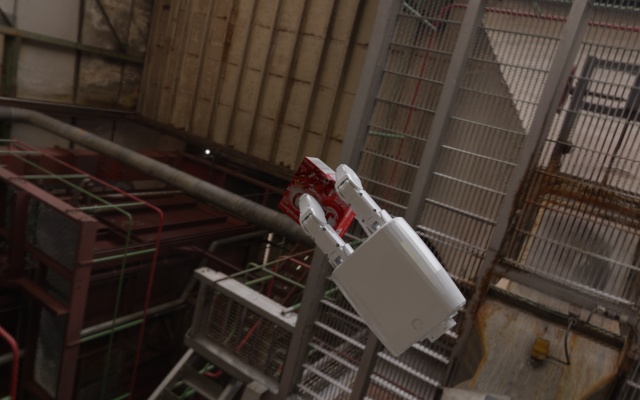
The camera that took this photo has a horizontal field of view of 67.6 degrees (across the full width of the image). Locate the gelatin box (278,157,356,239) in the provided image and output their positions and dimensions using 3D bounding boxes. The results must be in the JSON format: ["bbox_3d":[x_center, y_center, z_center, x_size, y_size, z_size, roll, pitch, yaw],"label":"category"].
[{"bbox_3d":[0.000,0.002,0.567,0.089,0.073,0.030,41,21,29],"label":"gelatin box"}]
